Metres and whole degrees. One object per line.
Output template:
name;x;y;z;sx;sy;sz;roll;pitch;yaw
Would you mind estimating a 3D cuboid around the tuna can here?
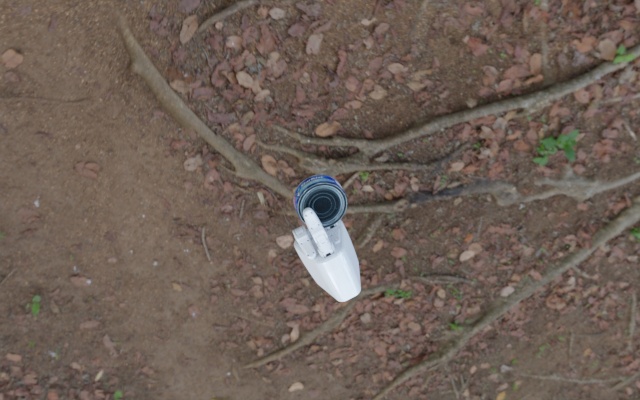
tuna can;0.000;0.003;0.787;0.086;0.086;0.033;0;25;-13
